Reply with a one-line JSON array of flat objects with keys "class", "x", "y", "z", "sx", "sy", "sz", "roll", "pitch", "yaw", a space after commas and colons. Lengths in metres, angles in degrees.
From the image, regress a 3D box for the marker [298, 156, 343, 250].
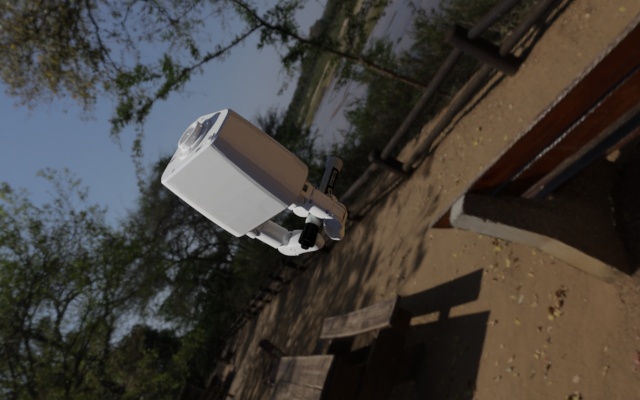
[{"class": "marker", "x": 0.000, "y": 0.002, "z": 0.540, "sx": 0.020, "sy": 0.121, "sz": 0.020, "roll": 15, "pitch": -31, "yaw": 9}]
